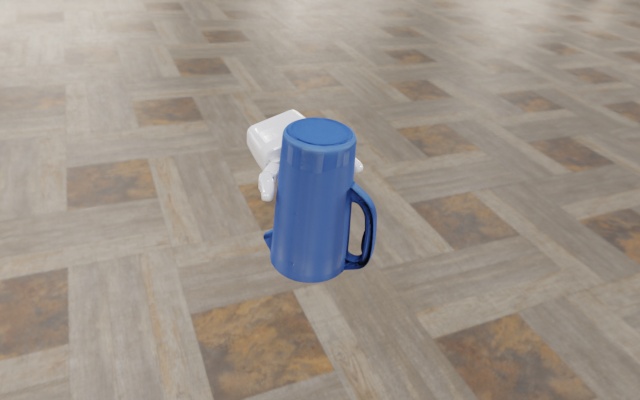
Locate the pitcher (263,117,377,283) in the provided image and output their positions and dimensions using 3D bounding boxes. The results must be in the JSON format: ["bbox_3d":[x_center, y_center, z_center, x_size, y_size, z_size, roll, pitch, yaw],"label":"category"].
[{"bbox_3d":[0.000,0.002,0.747,0.149,0.243,0.145,-10,37,-22],"label":"pitcher"}]
